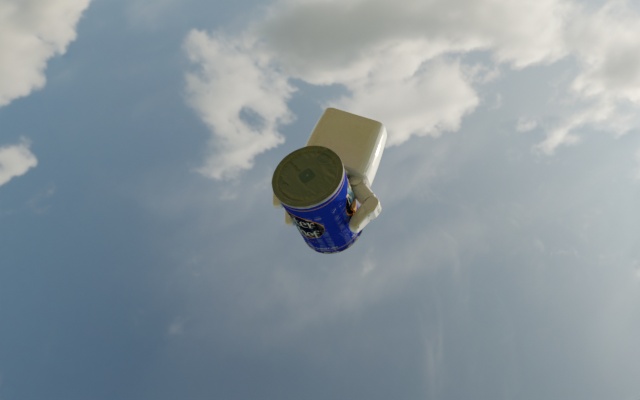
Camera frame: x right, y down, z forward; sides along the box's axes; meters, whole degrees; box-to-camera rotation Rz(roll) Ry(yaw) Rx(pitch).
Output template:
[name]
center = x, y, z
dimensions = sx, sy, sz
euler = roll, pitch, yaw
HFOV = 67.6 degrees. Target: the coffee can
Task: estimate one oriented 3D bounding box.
[coffee can]
center = 0.000, 0.002, 0.706
dimensions = 0.103, 0.102, 0.140
euler = 0, -33, 19
